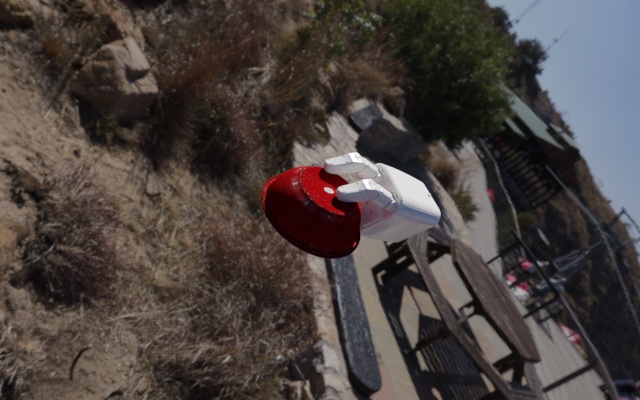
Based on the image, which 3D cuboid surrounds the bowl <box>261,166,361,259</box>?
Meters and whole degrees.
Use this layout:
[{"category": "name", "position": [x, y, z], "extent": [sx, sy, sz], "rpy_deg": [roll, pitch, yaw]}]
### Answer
[{"category": "bowl", "position": [-0.001, 0.002, 0.674], "extent": [0.162, 0.162, 0.055], "rpy_deg": [0, -42, -39]}]
